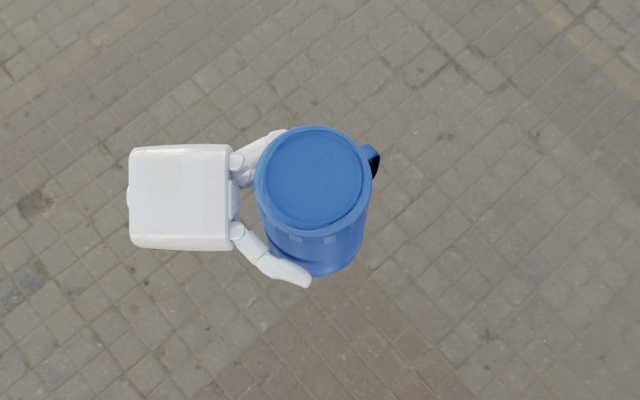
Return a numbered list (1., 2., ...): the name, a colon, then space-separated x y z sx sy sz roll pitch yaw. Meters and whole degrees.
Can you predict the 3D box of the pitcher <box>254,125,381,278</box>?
1. pitcher: 0.000 0.002 0.541 0.145 0.149 0.243 2 -14 0
